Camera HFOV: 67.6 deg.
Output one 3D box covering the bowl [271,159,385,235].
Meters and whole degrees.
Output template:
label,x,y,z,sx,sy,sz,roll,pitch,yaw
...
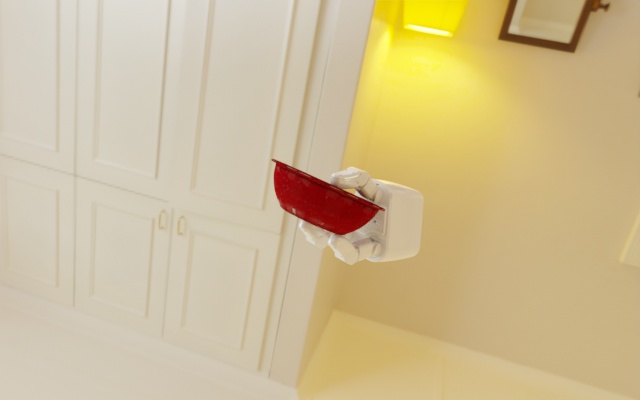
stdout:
label,x,y,z,sx,sy,sz,roll,pitch,yaw
bowl,-0.001,0.002,0.623,0.162,0.055,0.162,25,2,-1
